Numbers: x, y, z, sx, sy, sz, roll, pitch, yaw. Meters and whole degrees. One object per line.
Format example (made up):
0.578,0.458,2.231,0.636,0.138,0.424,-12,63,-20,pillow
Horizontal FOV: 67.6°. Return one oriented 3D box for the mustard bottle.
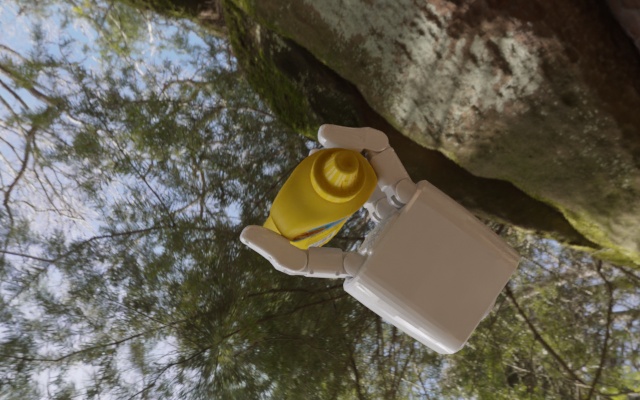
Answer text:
0.000,0.001,0.423,0.096,0.058,0.192,-28,-9,-18,mustard bottle
